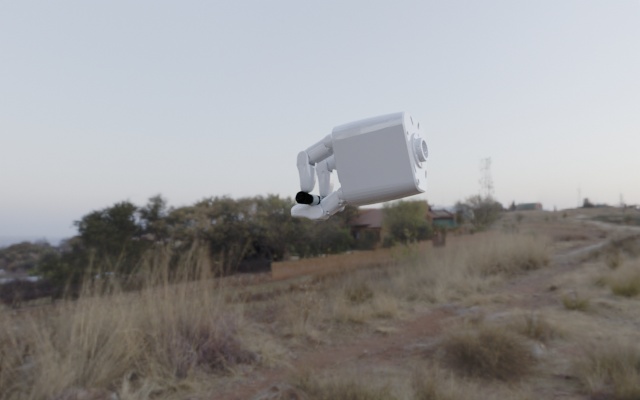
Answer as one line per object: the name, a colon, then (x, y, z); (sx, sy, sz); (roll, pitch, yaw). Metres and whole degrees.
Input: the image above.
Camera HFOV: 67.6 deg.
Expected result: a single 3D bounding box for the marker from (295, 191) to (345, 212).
marker: (0.000, 0.002, 0.714); (0.020, 0.020, 0.121); (0, -7, 31)
